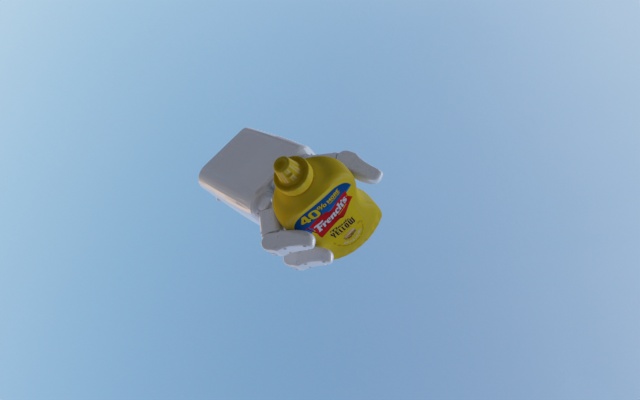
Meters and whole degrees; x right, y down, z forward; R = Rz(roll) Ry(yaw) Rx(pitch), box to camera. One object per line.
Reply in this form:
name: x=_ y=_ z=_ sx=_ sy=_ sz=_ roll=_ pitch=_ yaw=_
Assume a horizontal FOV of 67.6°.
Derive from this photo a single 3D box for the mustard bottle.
mustard bottle: x=0.000 y=0.002 z=0.542 sx=0.096 sy=0.058 sz=0.192 roll=-39 pitch=-35 yaw=4
